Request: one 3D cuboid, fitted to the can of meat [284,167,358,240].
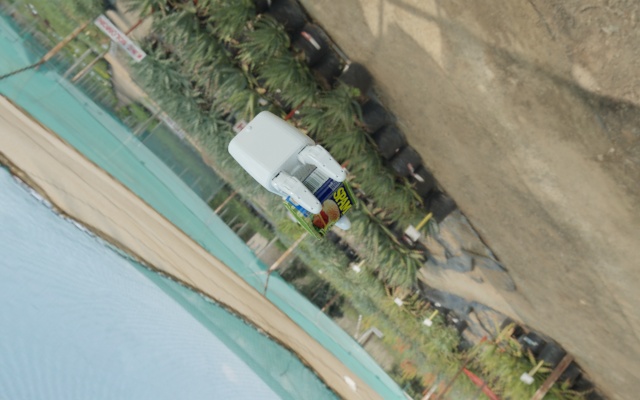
[{"bbox_3d":[0.000,0.003,0.702,0.057,0.084,0.102,40,-9,28],"label":"can of meat"}]
